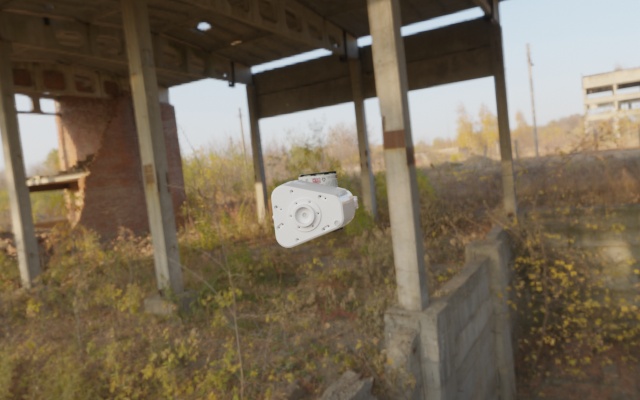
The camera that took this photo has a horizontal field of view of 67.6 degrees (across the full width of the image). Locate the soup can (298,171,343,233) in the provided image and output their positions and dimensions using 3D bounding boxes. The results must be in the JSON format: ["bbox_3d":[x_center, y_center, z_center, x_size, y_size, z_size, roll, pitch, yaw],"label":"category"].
[{"bbox_3d":[0.000,0.002,0.827,0.068,0.102,0.068,-6,3,0],"label":"soup can"}]
